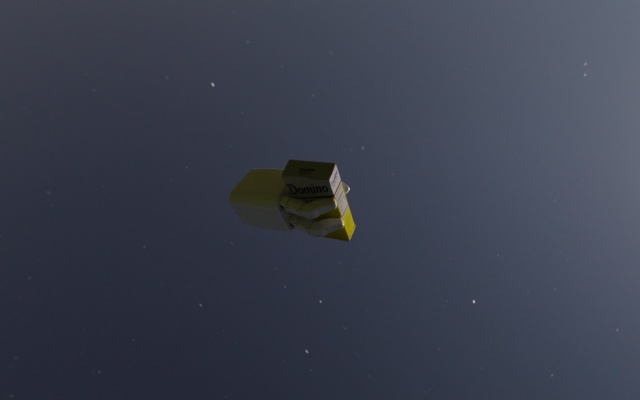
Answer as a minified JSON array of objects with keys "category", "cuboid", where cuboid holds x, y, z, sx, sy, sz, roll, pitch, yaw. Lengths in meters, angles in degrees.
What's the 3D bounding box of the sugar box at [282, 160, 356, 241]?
[{"category":"sugar box","cuboid":[0.000,0.003,0.875,0.093,0.048,0.176,6,-35,24]}]
